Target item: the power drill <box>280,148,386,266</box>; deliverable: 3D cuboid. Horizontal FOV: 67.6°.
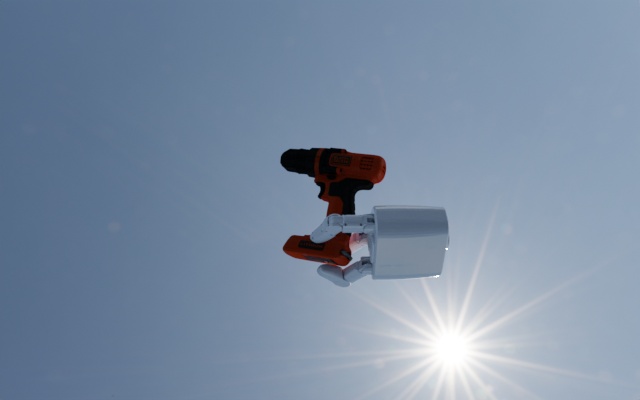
[{"bbox_3d":[0.000,0.003,0.766,0.184,0.187,0.057,7,-17,25],"label":"power drill"}]
